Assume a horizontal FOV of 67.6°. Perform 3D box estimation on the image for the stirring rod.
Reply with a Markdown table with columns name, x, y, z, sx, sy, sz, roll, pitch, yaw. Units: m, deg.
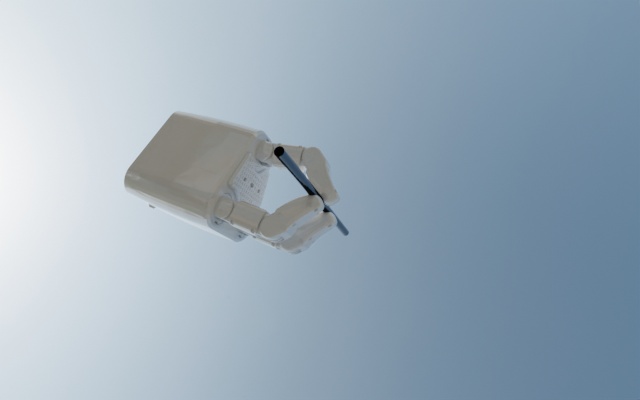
| name | x | y | z | sx | sy | sz | roll | pitch | yaw |
| --- | --- | --- | --- | --- | --- | --- | --- | --- | --- |
| stirring rod | 0.000 | 0.001 | 0.447 | 0.011 | 0.011 | 0.240 | 0 | -17 | 15 |
